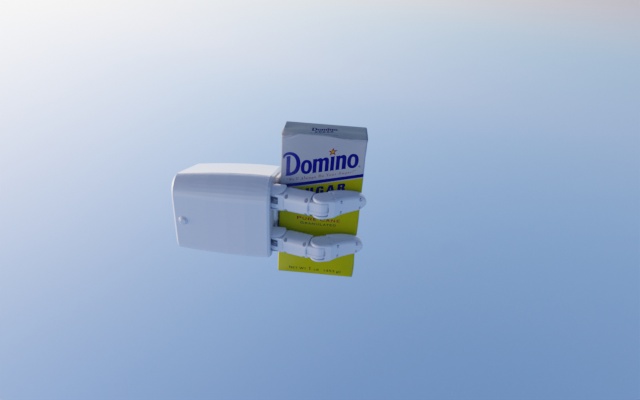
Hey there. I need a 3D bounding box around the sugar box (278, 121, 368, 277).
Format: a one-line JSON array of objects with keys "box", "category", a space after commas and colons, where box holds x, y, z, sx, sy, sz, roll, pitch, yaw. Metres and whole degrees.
[{"box": [0.000, 0.002, 0.548, 0.093, 0.176, 0.048, 4, 29, 2], "category": "sugar box"}]
